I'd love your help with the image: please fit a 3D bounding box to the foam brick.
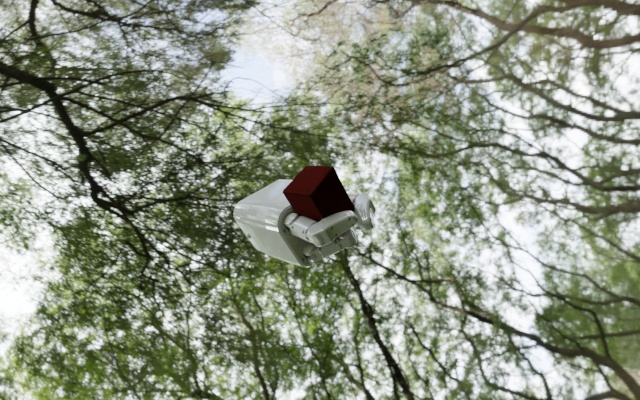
[{"bbox_3d":[0.000,0.002,0.596,0.051,0.078,0.053,10,50,44],"label":"foam brick"}]
